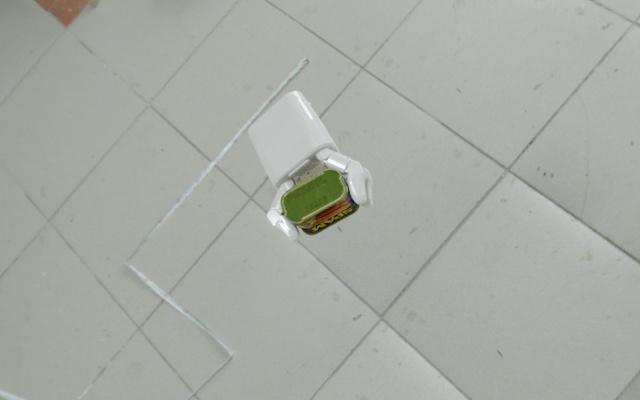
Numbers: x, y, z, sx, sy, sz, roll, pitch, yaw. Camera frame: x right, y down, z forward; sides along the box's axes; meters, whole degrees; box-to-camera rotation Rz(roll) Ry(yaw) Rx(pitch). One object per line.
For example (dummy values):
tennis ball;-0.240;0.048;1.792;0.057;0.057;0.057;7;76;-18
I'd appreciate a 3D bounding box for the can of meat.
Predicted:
can of meat;0.000;0.002;0.698;0.102;0.057;0.084;-29;-19;7
